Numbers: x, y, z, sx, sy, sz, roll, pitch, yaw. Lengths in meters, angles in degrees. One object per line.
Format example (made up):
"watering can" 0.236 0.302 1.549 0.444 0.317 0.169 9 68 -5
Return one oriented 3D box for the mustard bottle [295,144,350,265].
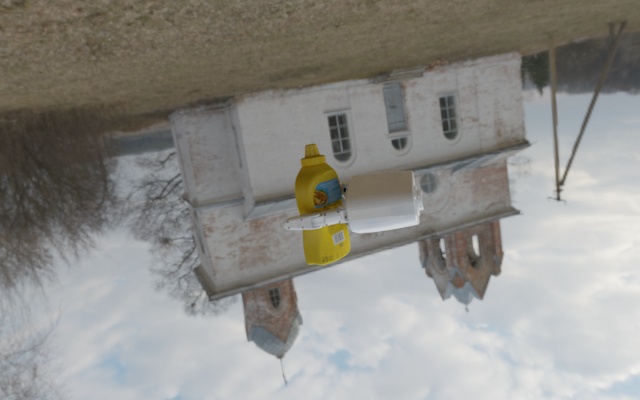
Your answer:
"mustard bottle" 0.000 0.003 0.785 0.058 0.191 0.096 -2 12 37
